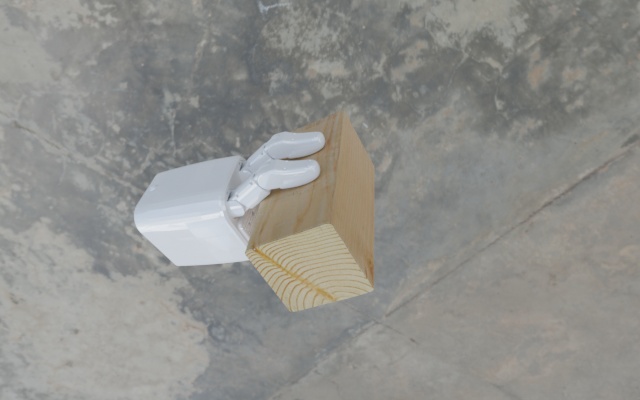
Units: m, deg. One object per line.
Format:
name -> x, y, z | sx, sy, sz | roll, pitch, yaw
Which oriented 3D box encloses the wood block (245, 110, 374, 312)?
wood block -> 0.000, 0.002, 0.507 | 0.090, 0.091, 0.206 | -19, 33, 20
